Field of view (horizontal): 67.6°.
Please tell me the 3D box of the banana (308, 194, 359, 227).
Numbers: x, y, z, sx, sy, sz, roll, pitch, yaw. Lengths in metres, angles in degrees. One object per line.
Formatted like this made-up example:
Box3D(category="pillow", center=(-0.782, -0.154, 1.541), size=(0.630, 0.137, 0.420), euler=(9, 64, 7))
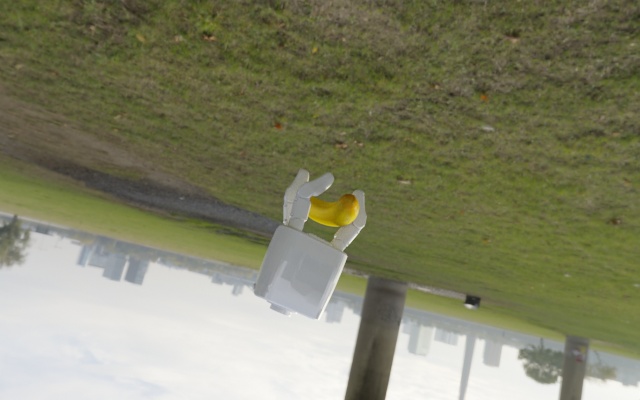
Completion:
Box3D(category="banana", center=(0.012, 0.013, 0.730), size=(0.070, 0.037, 0.198), euler=(39, -15, -26))
